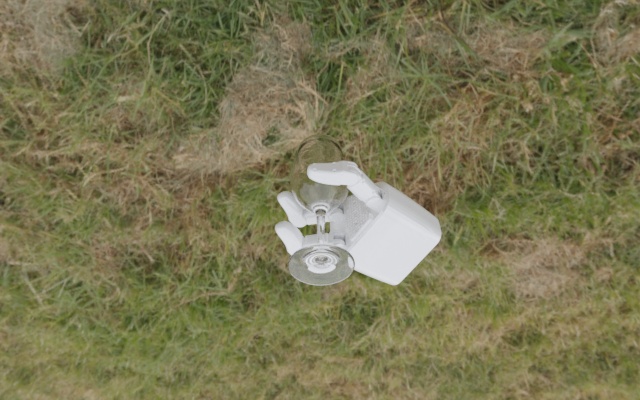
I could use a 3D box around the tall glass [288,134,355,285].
[{"bbox_3d":[0.000,0.002,0.596,0.079,0.200,0.079,-1,-44,-1],"label":"tall glass"}]
